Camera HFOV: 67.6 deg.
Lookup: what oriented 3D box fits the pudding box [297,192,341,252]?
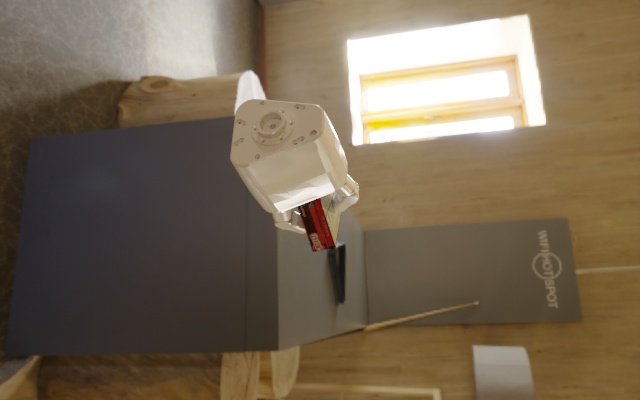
[{"bbox_3d":[0.000,0.002,0.670,0.039,0.090,0.113,-7,33,15],"label":"pudding box"}]
